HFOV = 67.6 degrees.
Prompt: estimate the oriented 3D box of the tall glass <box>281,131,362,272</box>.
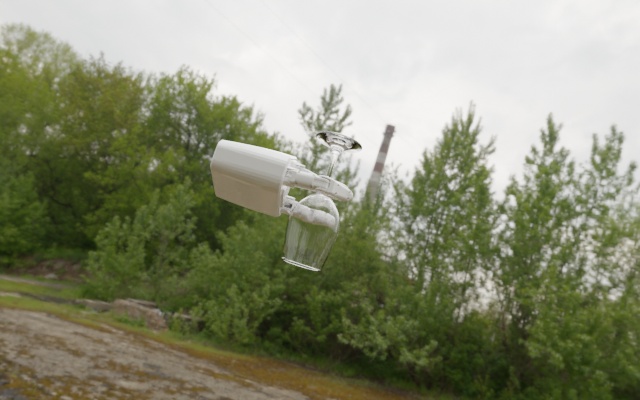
[{"bbox_3d":[0.000,0.002,0.719,0.079,0.201,0.079,16,-11,3],"label":"tall glass"}]
